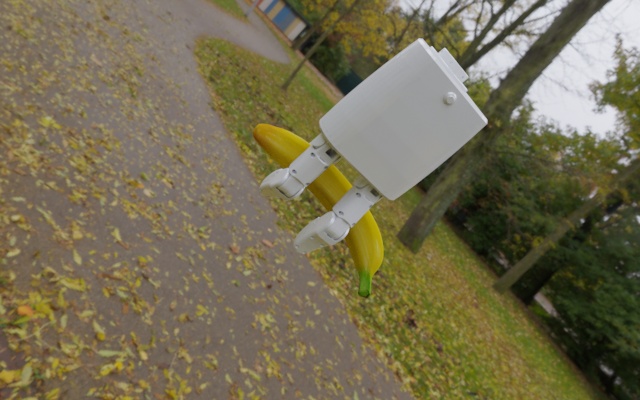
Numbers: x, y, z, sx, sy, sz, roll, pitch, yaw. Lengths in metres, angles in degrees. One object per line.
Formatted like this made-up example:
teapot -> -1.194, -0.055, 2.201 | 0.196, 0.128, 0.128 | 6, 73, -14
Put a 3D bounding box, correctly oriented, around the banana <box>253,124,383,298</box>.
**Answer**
banana -> 0.009, -0.002, 0.480 | 0.037, 0.198, 0.069 | -34, 3, 31
